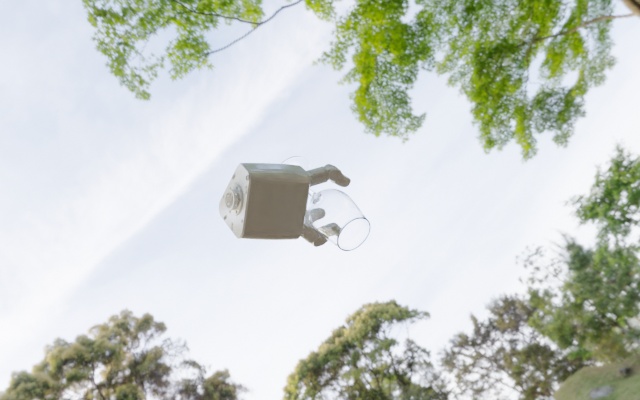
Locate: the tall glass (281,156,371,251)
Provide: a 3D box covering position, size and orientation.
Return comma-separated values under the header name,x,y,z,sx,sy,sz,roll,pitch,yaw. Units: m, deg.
name,x,y,z,sx,sy,sz,roll,pitch,yaw
tall glass,0.000,0.002,0.796,0.079,0.079,0.201,0,30,-37
